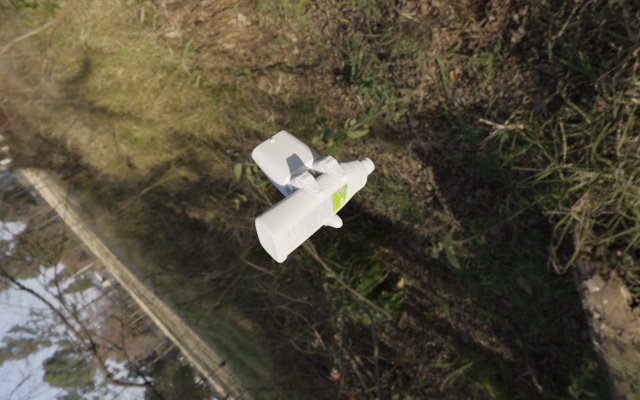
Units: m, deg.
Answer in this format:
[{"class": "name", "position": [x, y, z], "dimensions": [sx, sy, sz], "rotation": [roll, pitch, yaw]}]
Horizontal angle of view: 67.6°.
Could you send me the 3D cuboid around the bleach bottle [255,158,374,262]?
[{"class": "bleach bottle", "position": [0.000, 0.003, 0.882], "dimensions": [0.250, 0.103, 0.068], "rotation": [-36, 60, -22]}]
